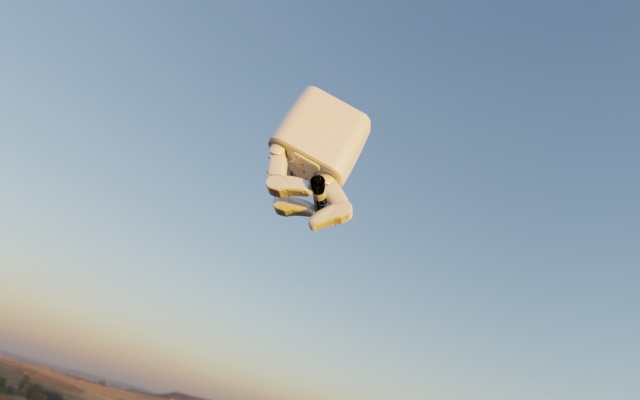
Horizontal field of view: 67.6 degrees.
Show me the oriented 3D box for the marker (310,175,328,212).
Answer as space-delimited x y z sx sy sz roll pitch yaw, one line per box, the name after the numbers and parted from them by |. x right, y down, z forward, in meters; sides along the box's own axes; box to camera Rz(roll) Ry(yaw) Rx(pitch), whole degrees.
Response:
0.000 0.002 0.637 0.020 0.020 0.121 0 -29 5 | marker
